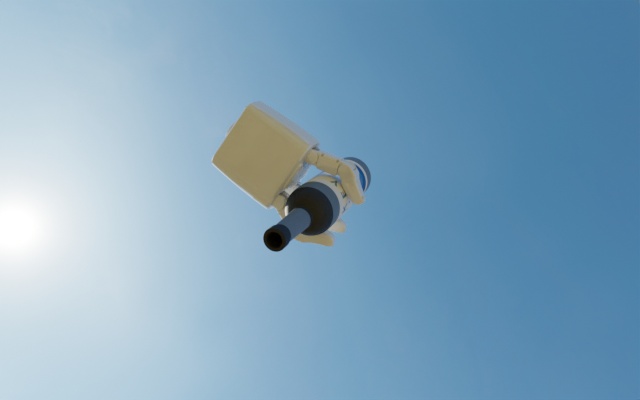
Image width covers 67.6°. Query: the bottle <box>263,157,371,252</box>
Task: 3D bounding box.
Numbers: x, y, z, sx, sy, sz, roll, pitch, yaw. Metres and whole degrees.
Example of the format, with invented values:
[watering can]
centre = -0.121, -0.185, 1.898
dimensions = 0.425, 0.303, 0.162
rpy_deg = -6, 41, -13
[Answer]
[bottle]
centre = 0.000, 0.002, 0.643
dimensions = 0.069, 0.069, 0.295
rpy_deg = 0, 16, 21
